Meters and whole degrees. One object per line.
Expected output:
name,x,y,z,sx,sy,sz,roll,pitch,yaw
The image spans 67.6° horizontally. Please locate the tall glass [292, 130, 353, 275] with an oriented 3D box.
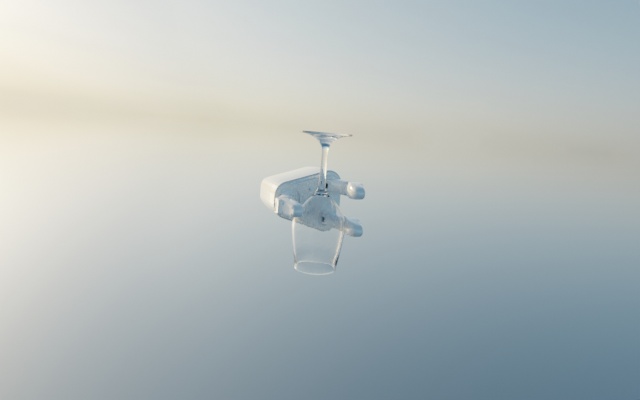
tall glass,0.000,0.002,0.689,0.079,0.201,0.079,5,8,-1
